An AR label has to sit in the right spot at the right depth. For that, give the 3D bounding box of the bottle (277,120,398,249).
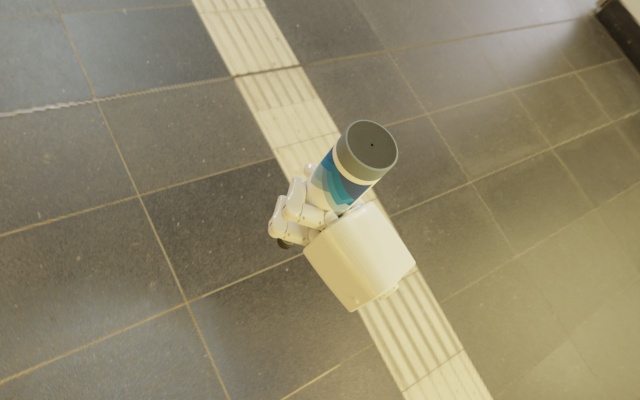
[{"bbox_3d":[0.000,0.002,0.646,0.069,0.069,0.296,0,-26,-26],"label":"bottle"}]
